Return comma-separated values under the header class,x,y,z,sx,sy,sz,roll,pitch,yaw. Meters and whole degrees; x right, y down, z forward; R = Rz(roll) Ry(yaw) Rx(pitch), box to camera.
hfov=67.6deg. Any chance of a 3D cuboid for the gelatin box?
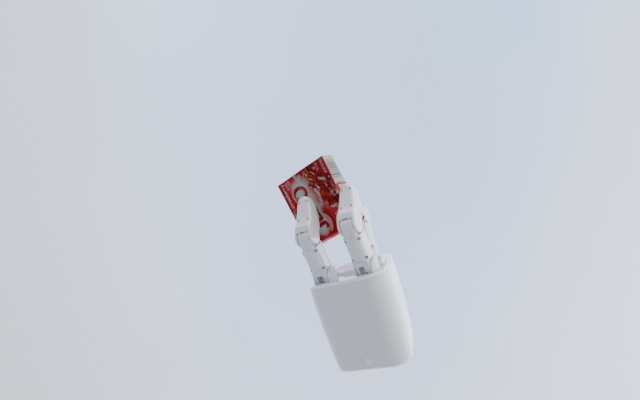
class,x,y,z,sx,sy,sz,roll,pitch,yaw
gelatin box,0.000,0.002,0.572,0.073,0.089,0.030,-32,-10,29
